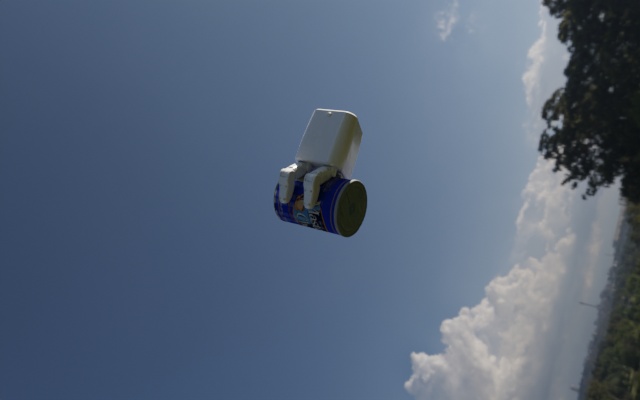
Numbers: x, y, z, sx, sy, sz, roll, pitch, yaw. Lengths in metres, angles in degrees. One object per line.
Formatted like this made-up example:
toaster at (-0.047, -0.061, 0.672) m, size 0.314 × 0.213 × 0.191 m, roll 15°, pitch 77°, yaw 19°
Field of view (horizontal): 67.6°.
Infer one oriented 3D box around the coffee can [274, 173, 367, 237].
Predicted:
coffee can at (0.000, 0.003, 0.876) m, size 0.140 × 0.103 × 0.103 m, roll 12°, pitch 7°, yaw 33°
